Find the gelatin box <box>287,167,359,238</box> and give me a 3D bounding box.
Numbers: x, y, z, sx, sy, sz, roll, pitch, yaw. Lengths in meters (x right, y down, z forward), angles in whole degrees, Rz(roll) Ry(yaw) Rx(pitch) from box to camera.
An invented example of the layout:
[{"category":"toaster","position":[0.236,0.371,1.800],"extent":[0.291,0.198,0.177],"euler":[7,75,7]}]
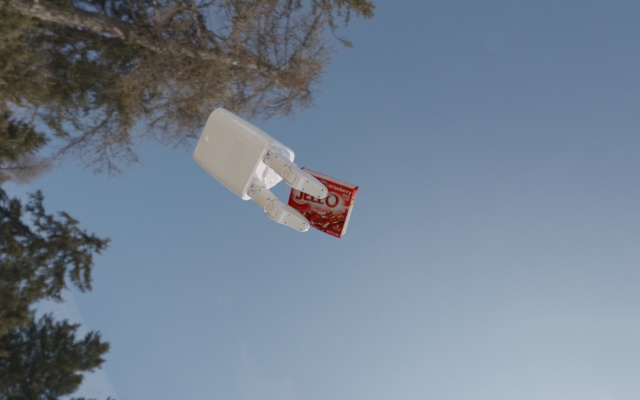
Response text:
[{"category":"gelatin box","position":[0.001,0.002,0.664],"extent":[0.089,0.073,0.030],"euler":[20,17,15]}]
